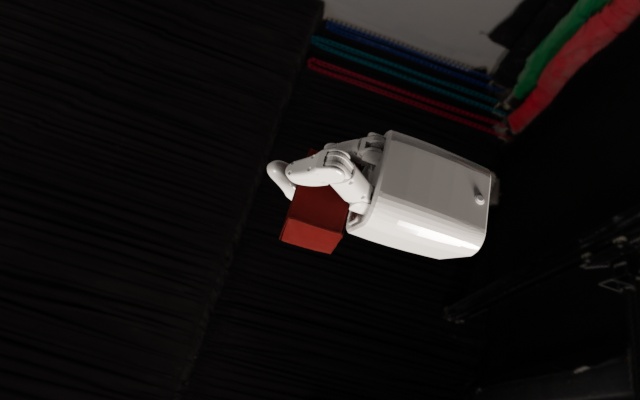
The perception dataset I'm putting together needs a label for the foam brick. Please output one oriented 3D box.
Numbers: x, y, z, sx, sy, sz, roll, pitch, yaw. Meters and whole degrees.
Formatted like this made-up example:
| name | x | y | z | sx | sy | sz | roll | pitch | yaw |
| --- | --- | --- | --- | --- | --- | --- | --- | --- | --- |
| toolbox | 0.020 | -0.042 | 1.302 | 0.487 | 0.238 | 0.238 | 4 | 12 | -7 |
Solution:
| name | x | y | z | sx | sy | sz | roll | pitch | yaw |
| --- | --- | --- | --- | --- | --- | --- | --- | --- | --- |
| foam brick | 0.000 | 0.002 | 0.443 | 0.051 | 0.078 | 0.053 | 19 | -28 | -5 |
